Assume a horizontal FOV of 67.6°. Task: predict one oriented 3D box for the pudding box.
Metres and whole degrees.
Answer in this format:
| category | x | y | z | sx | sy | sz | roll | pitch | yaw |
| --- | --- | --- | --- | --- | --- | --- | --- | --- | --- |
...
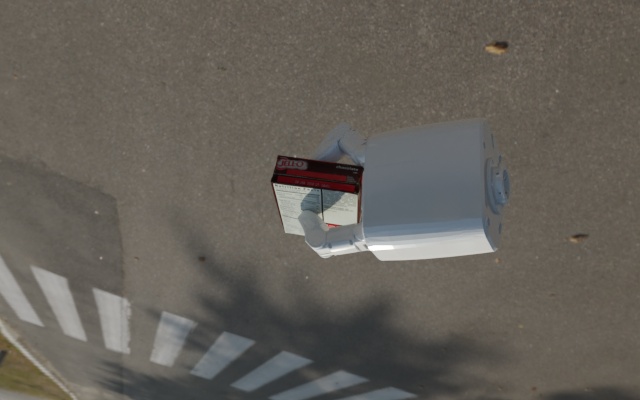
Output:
| category | x | y | z | sx | sy | sz | roll | pitch | yaw |
| --- | --- | --- | --- | --- | --- | --- | --- | --- | --- |
| pudding box | 0.000 | 0.002 | 0.510 | 0.090 | 0.039 | 0.114 | 9 | -32 | 9 |
